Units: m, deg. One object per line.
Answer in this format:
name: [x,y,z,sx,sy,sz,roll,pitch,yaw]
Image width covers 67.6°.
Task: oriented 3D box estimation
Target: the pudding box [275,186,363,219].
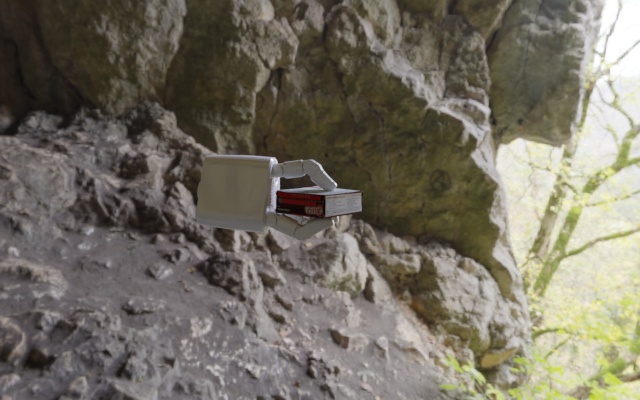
pudding box: [0.000,0.002,0.726,0.090,0.039,0.113,7,9,34]
